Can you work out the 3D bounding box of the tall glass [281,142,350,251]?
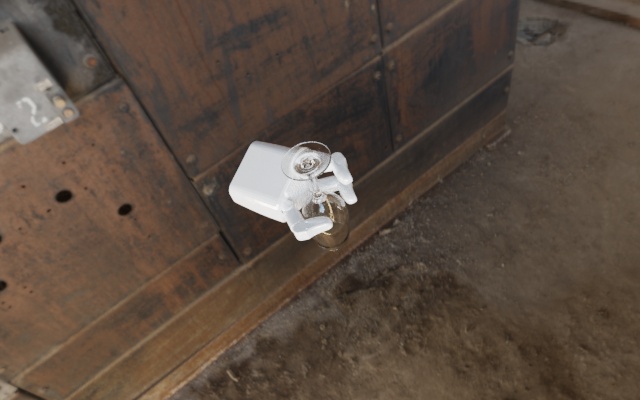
[{"bbox_3d":[0.000,0.002,0.760,0.079,0.079,0.201,0,-37,16],"label":"tall glass"}]
